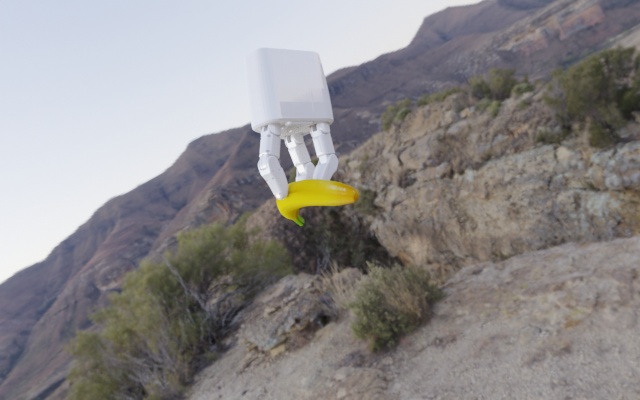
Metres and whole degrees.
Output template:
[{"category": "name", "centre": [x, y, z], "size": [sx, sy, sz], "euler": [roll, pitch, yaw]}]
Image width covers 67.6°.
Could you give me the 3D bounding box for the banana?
[{"category": "banana", "centre": [-0.018, -0.003, 0.661], "size": [0.069, 0.037, 0.198], "euler": [18, -17, -19]}]
